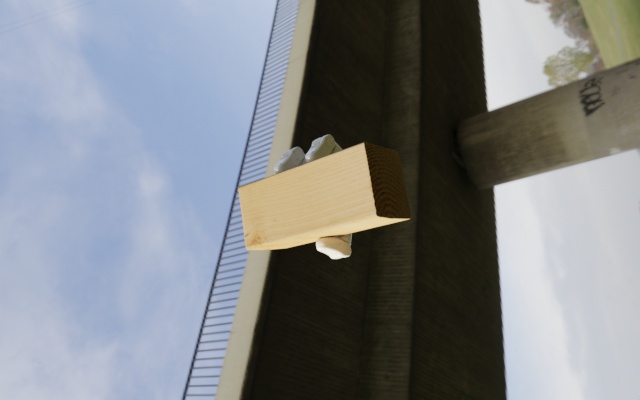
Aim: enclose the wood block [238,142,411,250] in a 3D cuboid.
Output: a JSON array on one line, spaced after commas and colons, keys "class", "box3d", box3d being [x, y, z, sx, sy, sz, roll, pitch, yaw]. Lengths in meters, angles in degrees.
[{"class": "wood block", "box3d": [0.000, 0.002, 0.627, 0.206, 0.091, 0.090, -17, -13, 34]}]
